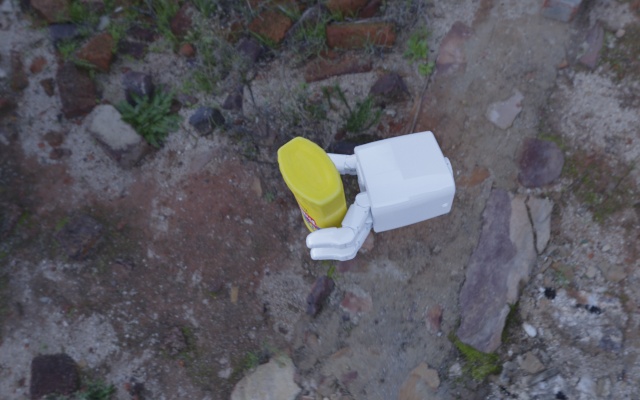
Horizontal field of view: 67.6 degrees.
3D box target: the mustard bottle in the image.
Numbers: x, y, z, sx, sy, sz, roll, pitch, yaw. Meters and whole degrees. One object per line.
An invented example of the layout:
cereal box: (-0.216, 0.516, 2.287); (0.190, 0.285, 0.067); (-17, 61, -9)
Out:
mustard bottle: (0.000, 0.002, 0.623); (0.058, 0.096, 0.192); (-36, -24, -7)
